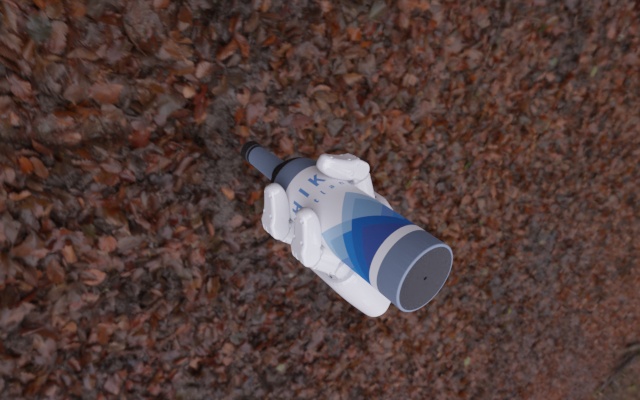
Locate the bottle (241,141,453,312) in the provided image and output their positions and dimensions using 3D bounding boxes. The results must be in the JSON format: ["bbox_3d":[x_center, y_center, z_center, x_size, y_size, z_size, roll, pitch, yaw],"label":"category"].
[{"bbox_3d":[0.000,0.002,0.495,0.069,0.069,0.295,0,25,-41],"label":"bottle"}]
